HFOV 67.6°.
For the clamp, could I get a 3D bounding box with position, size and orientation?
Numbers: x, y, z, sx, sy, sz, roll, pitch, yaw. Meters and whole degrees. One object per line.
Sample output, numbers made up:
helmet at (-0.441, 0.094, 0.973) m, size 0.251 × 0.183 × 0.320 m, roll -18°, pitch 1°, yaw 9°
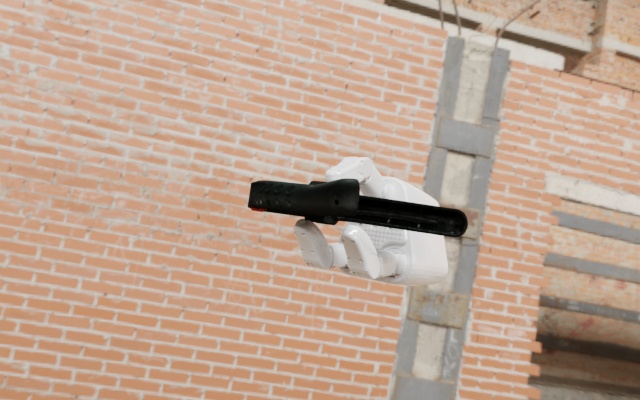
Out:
clamp at (0.000, 0.001, 0.416) m, size 0.210 × 0.036 × 0.164 m, roll 6°, pitch -6°, yaw 37°
